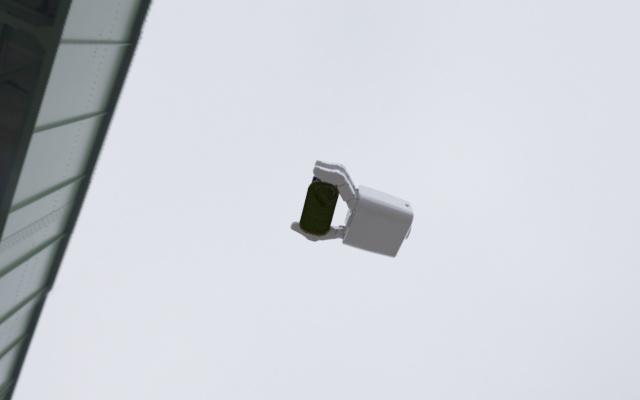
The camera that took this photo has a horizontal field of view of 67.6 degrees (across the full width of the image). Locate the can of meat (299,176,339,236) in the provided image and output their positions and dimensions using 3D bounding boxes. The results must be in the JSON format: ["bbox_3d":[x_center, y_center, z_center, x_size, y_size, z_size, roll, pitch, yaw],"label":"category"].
[{"bbox_3d":[0.000,0.003,0.889,0.057,0.102,0.084,14,18,0],"label":"can of meat"}]
